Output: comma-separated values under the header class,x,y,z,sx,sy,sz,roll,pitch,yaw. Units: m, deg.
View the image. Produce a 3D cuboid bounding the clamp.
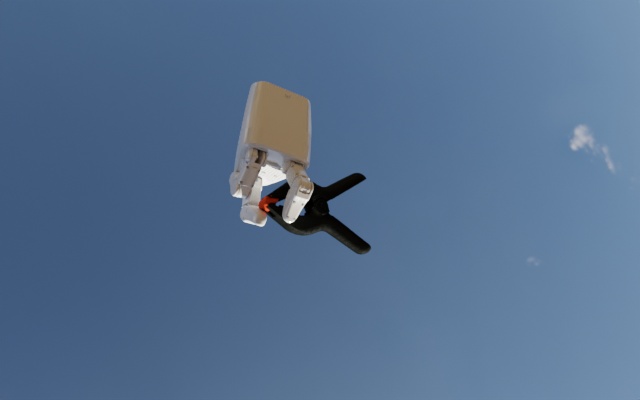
class,x,y,z,sx,sy,sz,roll,pitch,yaw
clamp,0.000,0.002,0.666,0.171,0.120,0.039,17,-29,-27
